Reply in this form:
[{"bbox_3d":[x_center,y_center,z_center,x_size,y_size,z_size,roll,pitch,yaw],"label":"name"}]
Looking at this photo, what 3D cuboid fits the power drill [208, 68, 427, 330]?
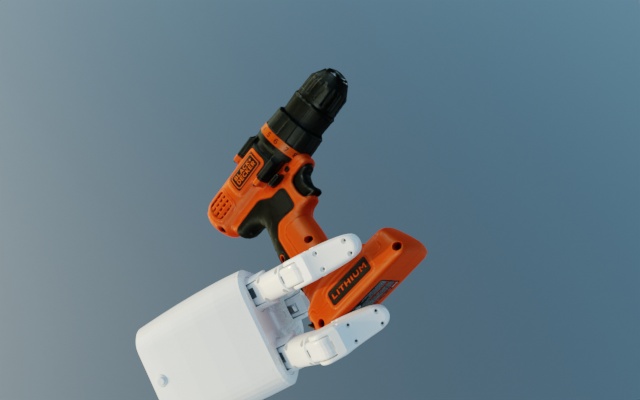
[{"bbox_3d":[0.000,0.002,0.408,0.057,0.184,0.187,14,29,-54],"label":"power drill"}]
